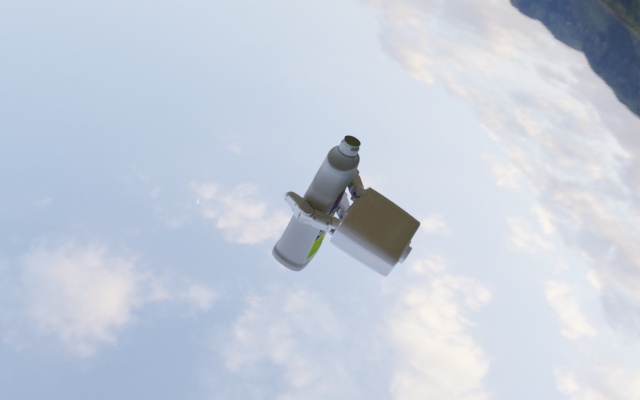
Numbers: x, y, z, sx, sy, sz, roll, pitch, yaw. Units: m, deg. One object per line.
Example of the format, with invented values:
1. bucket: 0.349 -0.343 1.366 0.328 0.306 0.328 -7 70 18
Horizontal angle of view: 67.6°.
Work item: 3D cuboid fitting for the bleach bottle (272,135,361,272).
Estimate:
1. bleach bottle: 0.000 0.003 0.789 0.068 0.251 0.102 34 38 9
